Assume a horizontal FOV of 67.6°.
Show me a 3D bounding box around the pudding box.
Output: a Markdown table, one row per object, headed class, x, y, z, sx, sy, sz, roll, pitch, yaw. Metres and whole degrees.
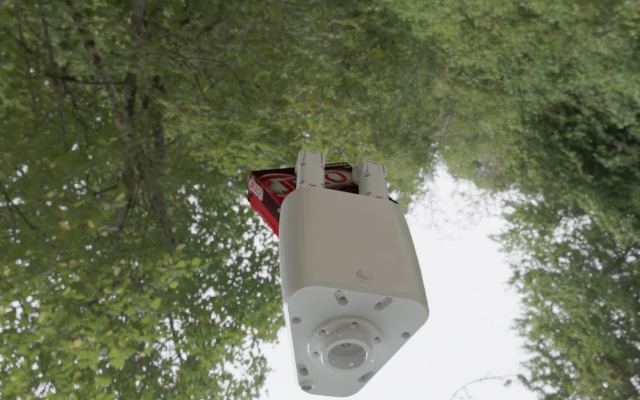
| class | x | y | z | sx | sy | sz | roll | pitch | yaw |
| --- | --- | --- | --- | --- | --- | --- | --- | --- | --- |
| pudding box | 0.000 | 0.002 | 0.447 | 0.113 | 0.039 | 0.090 | -6 | 34 | -33 |
